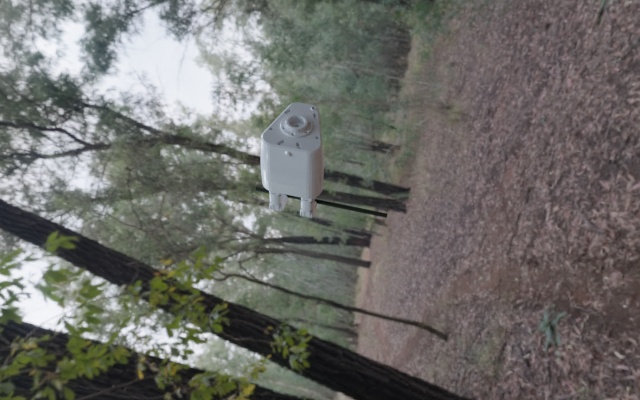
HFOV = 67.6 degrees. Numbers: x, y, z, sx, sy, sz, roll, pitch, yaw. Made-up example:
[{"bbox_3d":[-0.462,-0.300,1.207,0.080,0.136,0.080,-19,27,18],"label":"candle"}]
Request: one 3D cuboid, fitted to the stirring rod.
[{"bbox_3d":[0.000,0.003,0.854,0.239,0.011,0.011,12,1,6],"label":"stirring rod"}]
